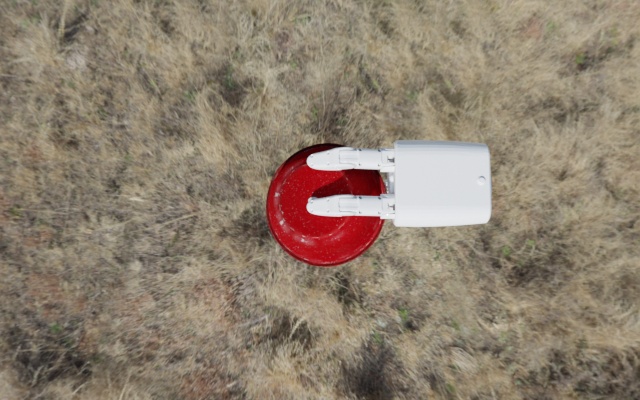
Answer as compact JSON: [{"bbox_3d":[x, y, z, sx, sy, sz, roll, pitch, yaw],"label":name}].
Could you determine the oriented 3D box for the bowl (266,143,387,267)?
[{"bbox_3d":[-0.001,0.002,0.595,0.162,0.162,0.055,0,-6,13],"label":"bowl"}]
